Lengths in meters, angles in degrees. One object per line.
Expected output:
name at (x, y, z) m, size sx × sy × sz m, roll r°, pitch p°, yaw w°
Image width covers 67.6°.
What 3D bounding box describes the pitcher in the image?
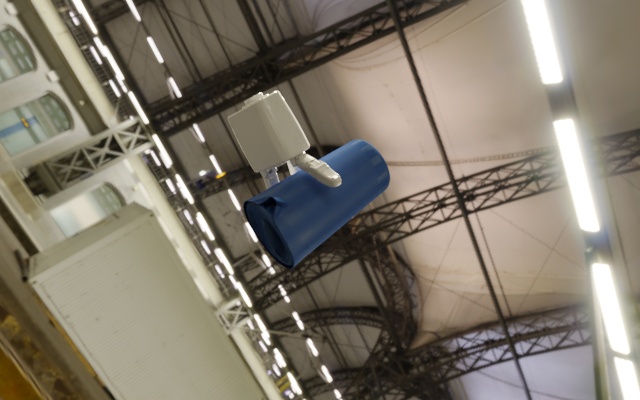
pitcher at (0.000, 0.003, 0.825) m, size 0.242 × 0.145 × 0.149 m, roll -34°, pitch 15°, yaw -23°
